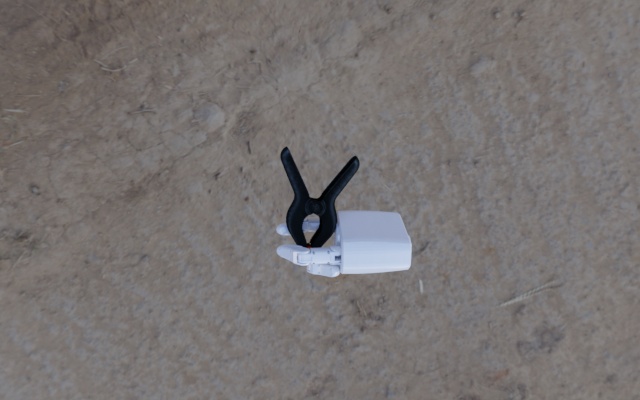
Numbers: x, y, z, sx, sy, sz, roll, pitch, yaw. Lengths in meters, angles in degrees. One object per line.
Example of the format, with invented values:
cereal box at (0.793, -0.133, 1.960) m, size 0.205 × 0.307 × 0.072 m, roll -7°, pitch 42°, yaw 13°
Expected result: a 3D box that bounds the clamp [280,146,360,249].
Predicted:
clamp at (0.000, 0.003, 0.730) m, size 0.120 × 0.171 × 0.039 m, roll -1°, pitch 13°, yaw -4°
